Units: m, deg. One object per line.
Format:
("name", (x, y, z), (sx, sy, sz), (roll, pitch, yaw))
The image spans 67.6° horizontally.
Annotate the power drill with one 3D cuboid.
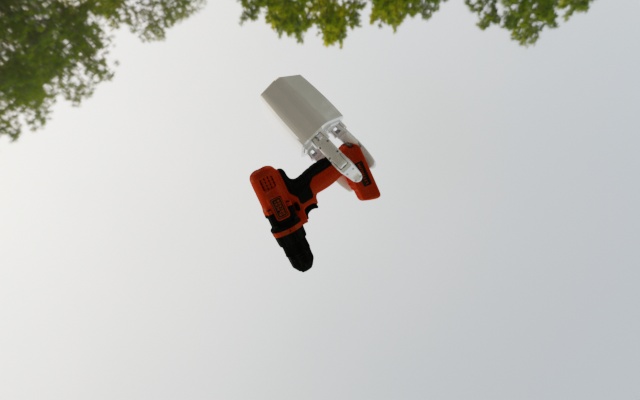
("power drill", (0.000, 0.002, 0.778), (0.187, 0.184, 0.057), (-27, 13, -12))
